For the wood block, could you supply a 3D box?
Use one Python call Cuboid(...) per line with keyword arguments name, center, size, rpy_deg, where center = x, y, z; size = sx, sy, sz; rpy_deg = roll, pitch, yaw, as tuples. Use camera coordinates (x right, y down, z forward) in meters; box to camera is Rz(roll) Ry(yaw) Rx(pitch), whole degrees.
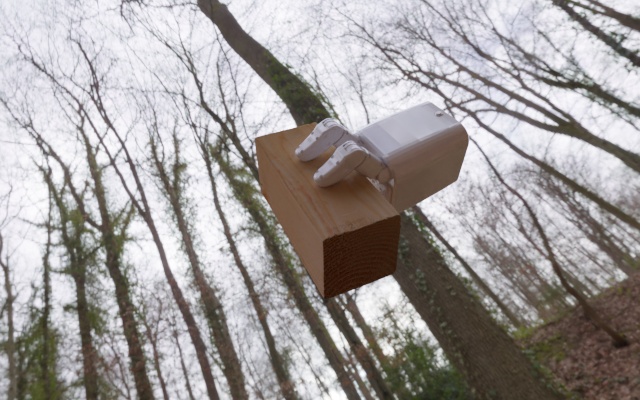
Cuboid(name="wood block", center=(0.000, 0.002, 0.563), size=(0.090, 0.091, 0.206), rpy_deg=(-17, 41, -17))
